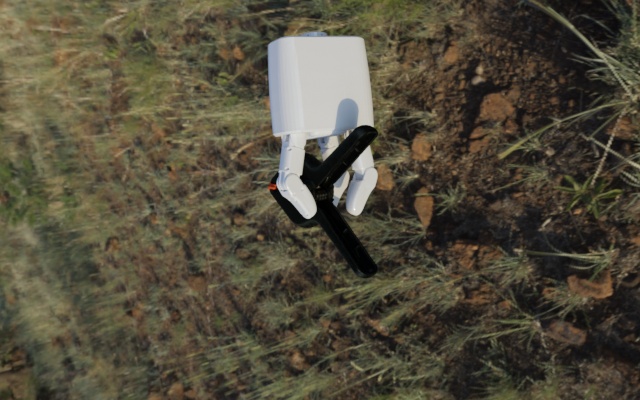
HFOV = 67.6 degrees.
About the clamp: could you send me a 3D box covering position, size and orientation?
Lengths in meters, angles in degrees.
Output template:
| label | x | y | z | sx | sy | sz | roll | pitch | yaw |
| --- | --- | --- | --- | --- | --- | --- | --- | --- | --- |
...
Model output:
| label | x | y | z | sx | sy | sz | roll | pitch | yaw |
| --- | --- | --- | --- | --- | --- | --- | --- | --- | --- |
| clamp | -0.001 | 0.002 | 0.577 | 0.036 | 0.164 | 0.210 | -7 | 5 | -35 |
